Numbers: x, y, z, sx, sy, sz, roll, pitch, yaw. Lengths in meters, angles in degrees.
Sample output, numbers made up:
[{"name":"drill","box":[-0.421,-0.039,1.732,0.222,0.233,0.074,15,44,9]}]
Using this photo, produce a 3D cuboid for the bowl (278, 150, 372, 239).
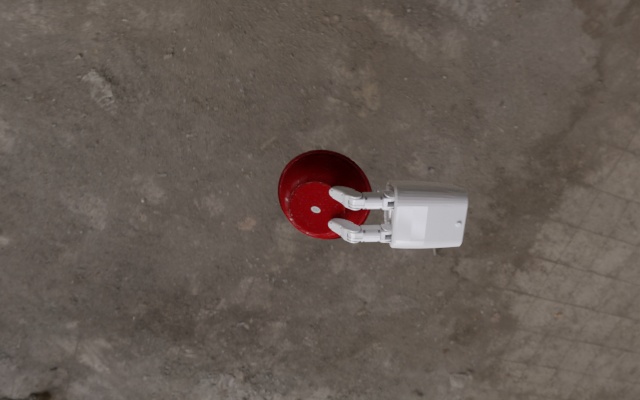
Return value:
[{"name":"bowl","box":[-0.001,0.003,0.771,0.162,0.162,0.055,0,23,15]}]
